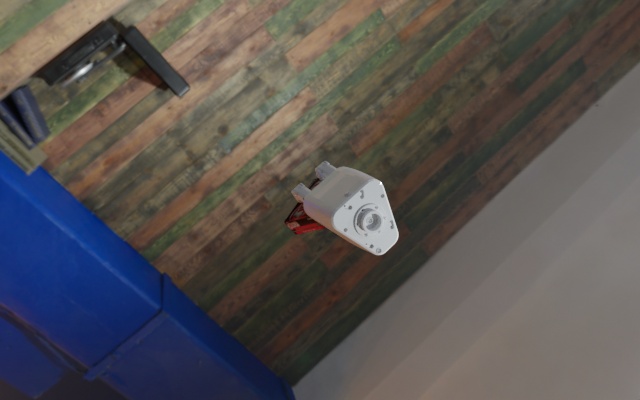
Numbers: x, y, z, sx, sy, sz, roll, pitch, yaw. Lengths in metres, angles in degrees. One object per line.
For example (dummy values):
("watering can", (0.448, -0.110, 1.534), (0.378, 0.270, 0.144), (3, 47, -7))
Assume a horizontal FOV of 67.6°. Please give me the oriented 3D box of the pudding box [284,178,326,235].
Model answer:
("pudding box", (0.000, 0.003, 0.813), (0.090, 0.039, 0.113), (-15, 31, 48))
